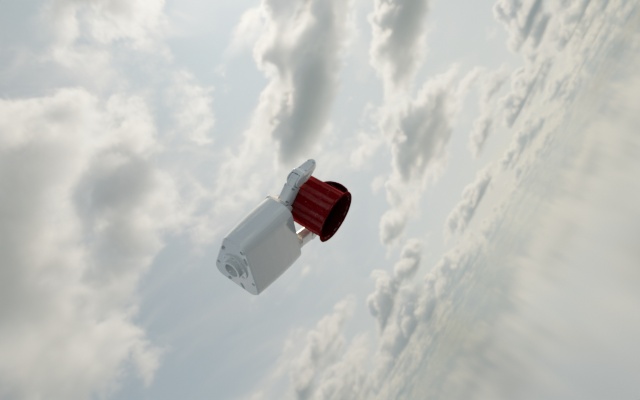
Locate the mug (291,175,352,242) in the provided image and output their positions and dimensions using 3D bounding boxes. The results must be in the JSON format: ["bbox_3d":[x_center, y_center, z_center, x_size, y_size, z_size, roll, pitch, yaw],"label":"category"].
[{"bbox_3d":[0.001,0.002,0.797,0.081,0.093,0.117,29,49,20],"label":"mug"}]
